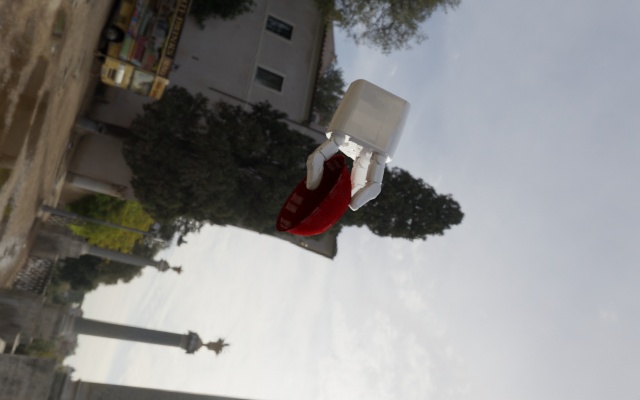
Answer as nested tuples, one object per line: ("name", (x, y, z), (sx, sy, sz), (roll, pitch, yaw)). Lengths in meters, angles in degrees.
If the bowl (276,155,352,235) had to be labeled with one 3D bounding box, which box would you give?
("bowl", (0.000, 0.004, 0.785), (0.055, 0.162, 0.162), (42, -16, -19))
